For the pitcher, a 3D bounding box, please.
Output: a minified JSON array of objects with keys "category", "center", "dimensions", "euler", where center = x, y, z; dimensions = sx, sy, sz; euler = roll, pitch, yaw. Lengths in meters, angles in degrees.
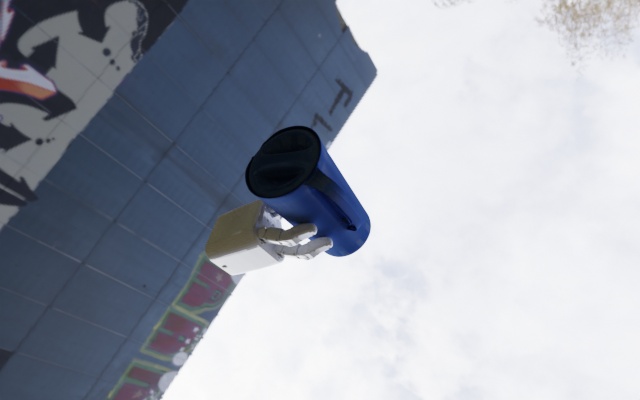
[{"category":"pitcher","center":[0.000,0.003,0.794],"dimensions":[0.145,0.149,0.243],"euler":[-20,-40,19]}]
